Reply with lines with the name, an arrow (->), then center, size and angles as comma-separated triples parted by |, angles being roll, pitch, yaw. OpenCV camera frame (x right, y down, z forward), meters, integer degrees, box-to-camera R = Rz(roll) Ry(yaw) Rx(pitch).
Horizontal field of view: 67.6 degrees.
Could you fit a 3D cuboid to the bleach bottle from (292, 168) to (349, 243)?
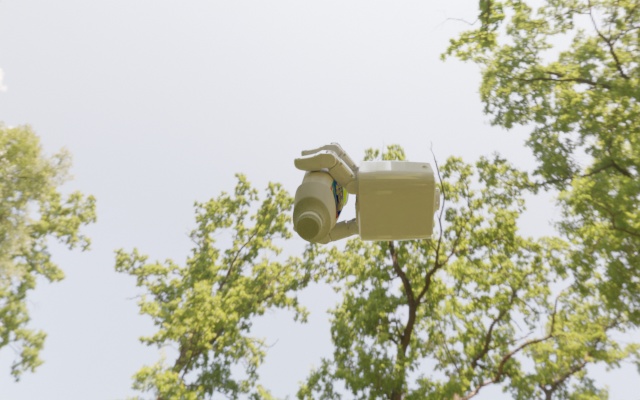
bleach bottle -> 0.000, 0.002, 0.691 | 0.068, 0.102, 0.250 | -1, 18, 7
